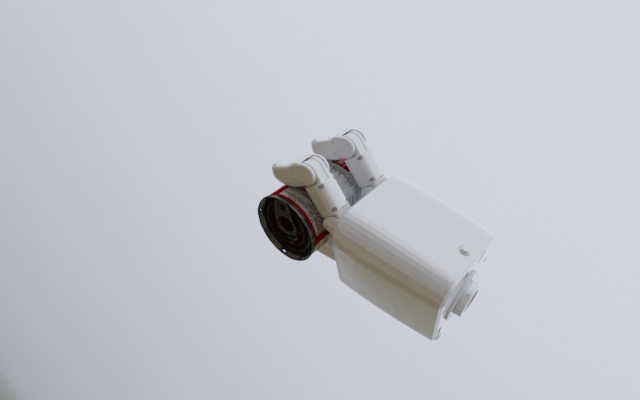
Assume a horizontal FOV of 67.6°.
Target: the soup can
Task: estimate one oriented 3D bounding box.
[{"bbox_3d":[0.000,0.001,0.457,0.068,0.068,0.102,0,29,48],"label":"soup can"}]
